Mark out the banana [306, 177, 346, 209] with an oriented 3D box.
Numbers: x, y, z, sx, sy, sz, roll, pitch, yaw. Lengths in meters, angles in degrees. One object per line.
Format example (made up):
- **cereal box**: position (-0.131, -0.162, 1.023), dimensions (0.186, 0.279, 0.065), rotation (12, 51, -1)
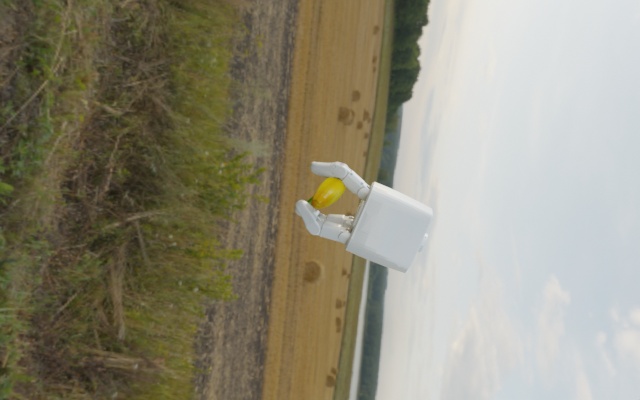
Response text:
- **banana**: position (0.012, -0.011, 0.778), dimensions (0.037, 0.069, 0.198), rotation (41, -3, -1)
